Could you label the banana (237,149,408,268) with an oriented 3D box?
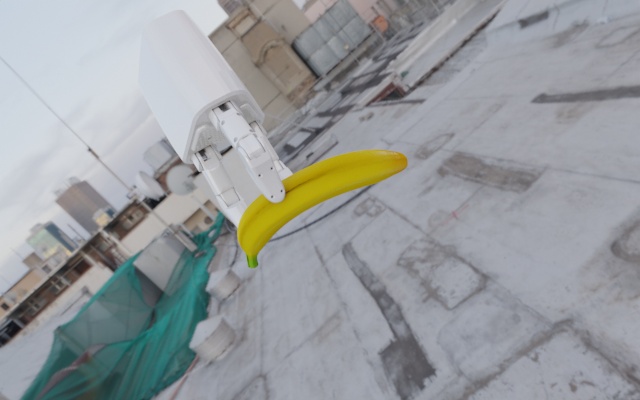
[{"bbox_3d":[-0.010,-0.003,0.464,0.198,0.037,0.070,-32,-31,11],"label":"banana"}]
